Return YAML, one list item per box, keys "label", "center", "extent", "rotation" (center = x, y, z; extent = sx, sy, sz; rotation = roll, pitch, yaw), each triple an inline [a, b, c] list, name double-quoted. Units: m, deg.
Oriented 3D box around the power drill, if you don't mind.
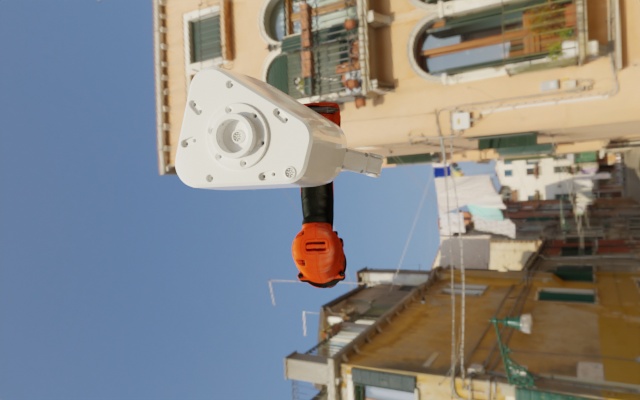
- label: "power drill"
  center: [0.000, 0.001, 0.529]
  extent: [0.057, 0.187, 0.184]
  rotation: [-4, -16, 1]
